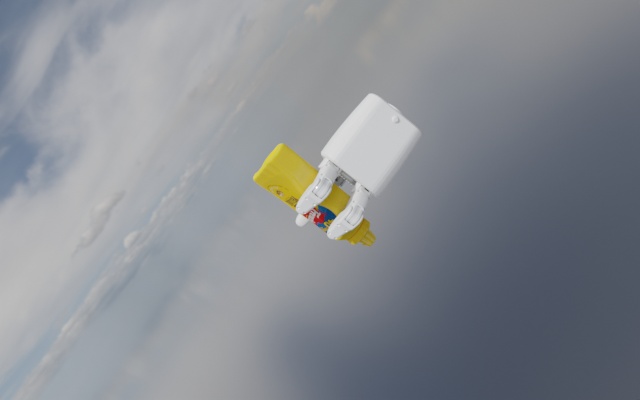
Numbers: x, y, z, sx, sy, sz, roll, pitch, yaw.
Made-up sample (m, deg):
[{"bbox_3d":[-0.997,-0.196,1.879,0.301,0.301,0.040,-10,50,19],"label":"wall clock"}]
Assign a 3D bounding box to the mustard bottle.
[{"bbox_3d":[0.000,0.002,0.671,0.191,0.058,0.096,37,-24,-10],"label":"mustard bottle"}]
